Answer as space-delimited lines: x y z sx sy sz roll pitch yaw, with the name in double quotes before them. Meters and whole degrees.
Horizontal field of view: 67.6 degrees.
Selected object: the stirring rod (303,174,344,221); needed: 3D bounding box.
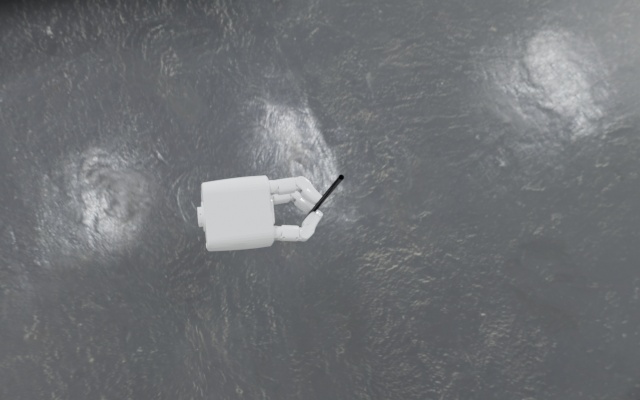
"stirring rod" 0.000 0.003 0.771 0.011 0.011 0.239 0 -17 -14
